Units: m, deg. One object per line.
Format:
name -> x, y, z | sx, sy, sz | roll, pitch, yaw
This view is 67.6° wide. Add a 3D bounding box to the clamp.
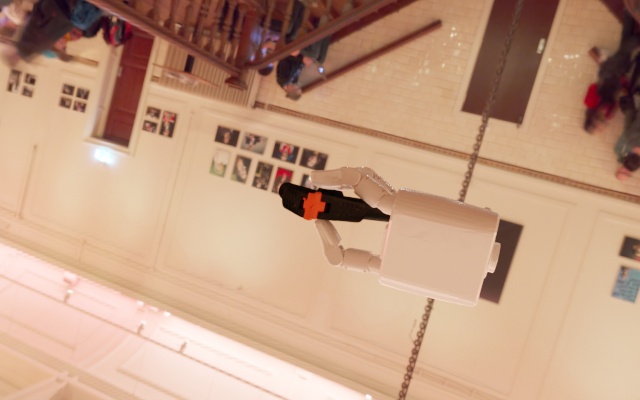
clamp -> 0.000, 0.003, 0.563 | 0.164, 0.036, 0.210 | 11, 3, 16
